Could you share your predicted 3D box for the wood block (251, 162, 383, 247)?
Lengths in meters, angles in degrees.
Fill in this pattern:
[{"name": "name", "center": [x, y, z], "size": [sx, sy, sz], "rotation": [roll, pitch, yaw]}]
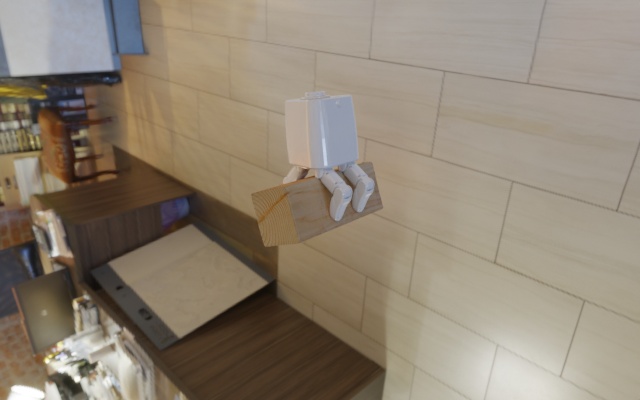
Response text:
[{"name": "wood block", "center": [0.000, 0.002, 0.799], "size": [0.206, 0.090, 0.091], "rotation": [-19, 6, -43]}]
